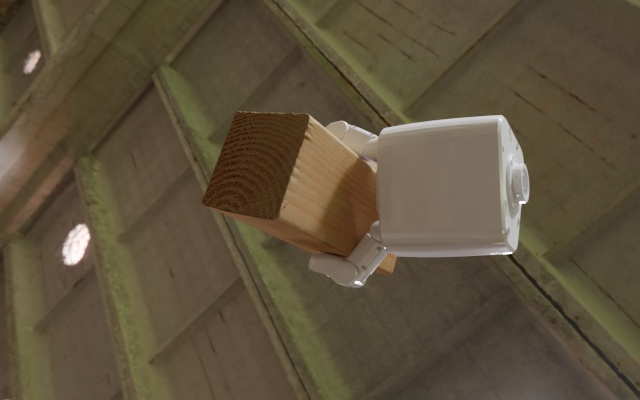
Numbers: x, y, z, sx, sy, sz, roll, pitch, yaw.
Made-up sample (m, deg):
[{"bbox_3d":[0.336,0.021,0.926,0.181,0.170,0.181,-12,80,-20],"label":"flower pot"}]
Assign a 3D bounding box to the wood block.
[{"bbox_3d":[0.000,0.002,0.468,0.090,0.091,0.206,10,-14,37],"label":"wood block"}]
